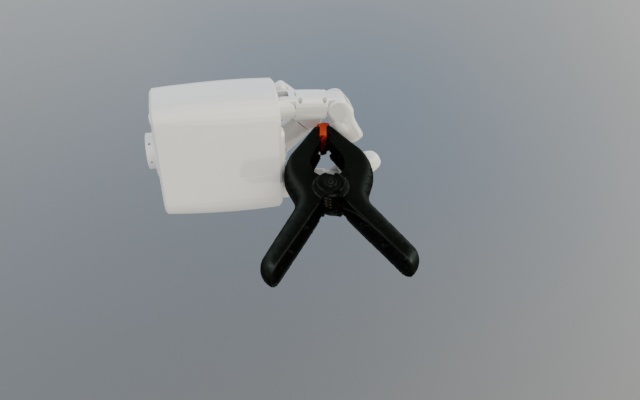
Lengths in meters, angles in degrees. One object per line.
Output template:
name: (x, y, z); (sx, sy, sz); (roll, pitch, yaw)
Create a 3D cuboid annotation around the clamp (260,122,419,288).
clamp: (0.000, 0.001, 0.405); (0.120, 0.171, 0.039); (-7, -43, -13)
